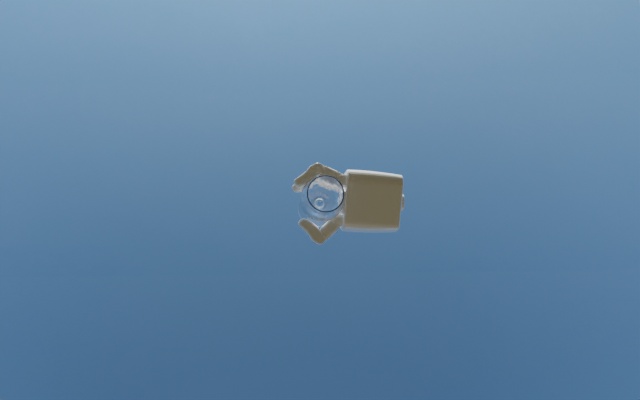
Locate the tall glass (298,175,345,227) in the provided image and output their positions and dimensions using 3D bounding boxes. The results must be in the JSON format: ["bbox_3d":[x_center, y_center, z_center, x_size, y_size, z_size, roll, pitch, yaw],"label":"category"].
[{"bbox_3d":[0.000,0.003,0.874,0.079,0.079,0.201,0,-8,-5],"label":"tall glass"}]
